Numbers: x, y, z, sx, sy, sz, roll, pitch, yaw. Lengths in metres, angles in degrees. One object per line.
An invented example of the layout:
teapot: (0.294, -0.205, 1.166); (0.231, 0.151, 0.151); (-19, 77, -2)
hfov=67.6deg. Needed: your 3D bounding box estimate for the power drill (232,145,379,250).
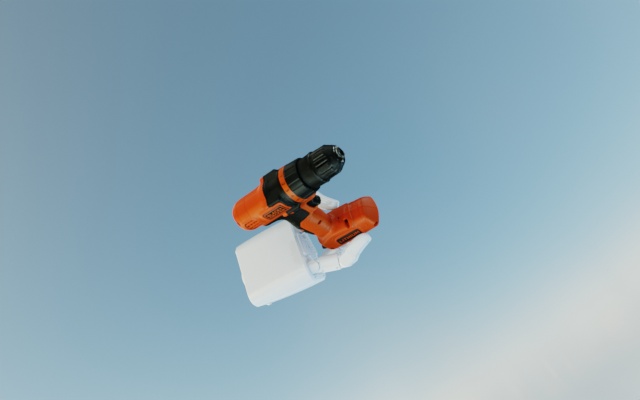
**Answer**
power drill: (0.000, 0.002, 0.668); (0.184, 0.057, 0.188); (-30, -36, 30)
